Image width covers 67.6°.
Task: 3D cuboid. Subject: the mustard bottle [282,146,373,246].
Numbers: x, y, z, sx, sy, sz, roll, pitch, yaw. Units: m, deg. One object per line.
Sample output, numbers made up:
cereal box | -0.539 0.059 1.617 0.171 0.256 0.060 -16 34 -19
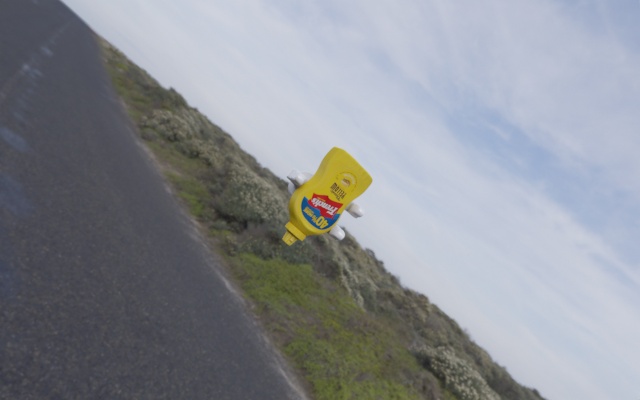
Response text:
mustard bottle | 0.000 0.003 0.855 0.096 0.191 0.058 43 -3 -27
